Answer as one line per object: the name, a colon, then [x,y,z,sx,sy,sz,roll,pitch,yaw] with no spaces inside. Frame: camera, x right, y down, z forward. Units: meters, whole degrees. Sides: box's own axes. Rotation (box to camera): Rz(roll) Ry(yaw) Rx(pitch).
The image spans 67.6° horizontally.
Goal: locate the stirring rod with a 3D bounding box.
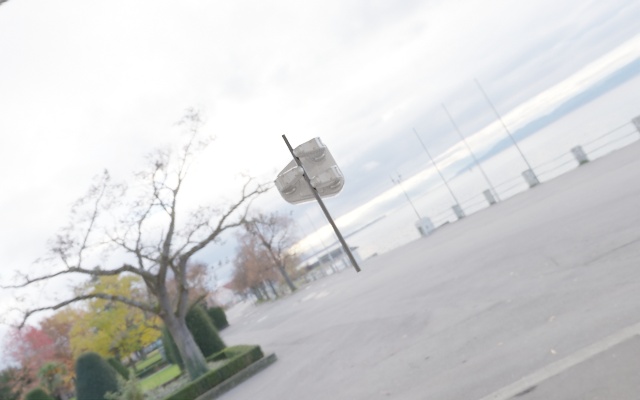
stirring rod: [0.000,0.002,0.729,0.011,0.239,0.011,-29,-5,-3]
